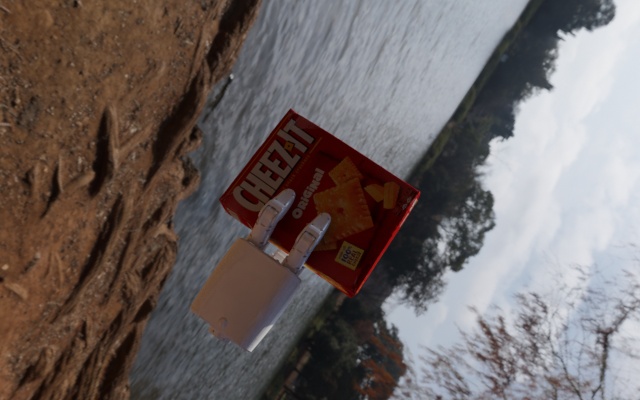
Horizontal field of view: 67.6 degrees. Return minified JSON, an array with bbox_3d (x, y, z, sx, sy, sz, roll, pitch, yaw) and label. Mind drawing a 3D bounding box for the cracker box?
[{"bbox_3d":[0.000,0.002,0.642,0.213,0.164,0.072,34,-14,7],"label":"cracker box"}]
